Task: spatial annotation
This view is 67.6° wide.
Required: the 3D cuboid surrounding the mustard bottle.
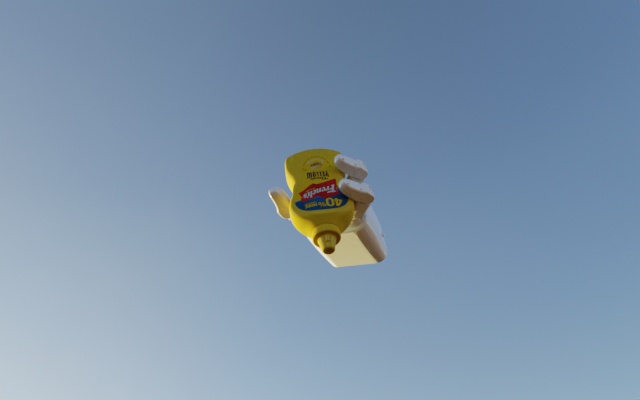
[{"bbox_3d":[0.000,0.002,0.718,0.096,0.191,0.058,-5,-44,-4],"label":"mustard bottle"}]
